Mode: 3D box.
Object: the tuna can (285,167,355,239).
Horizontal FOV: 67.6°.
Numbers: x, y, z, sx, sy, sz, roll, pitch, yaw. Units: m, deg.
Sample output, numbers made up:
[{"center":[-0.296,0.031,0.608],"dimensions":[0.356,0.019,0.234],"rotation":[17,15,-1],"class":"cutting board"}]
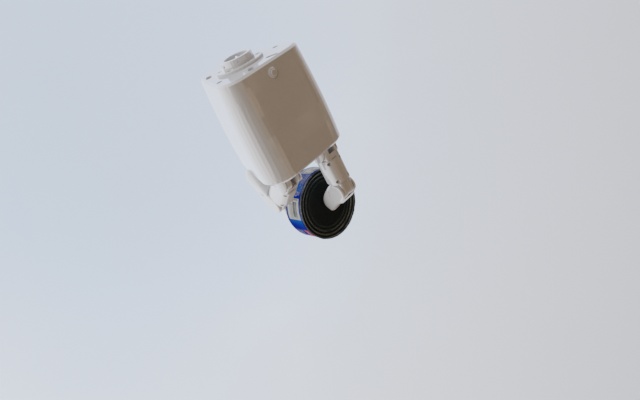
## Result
[{"center":[0.000,0.002,0.575],"dimensions":[0.086,0.086,0.034],"rotation":[0,4,-40],"class":"tuna can"}]
